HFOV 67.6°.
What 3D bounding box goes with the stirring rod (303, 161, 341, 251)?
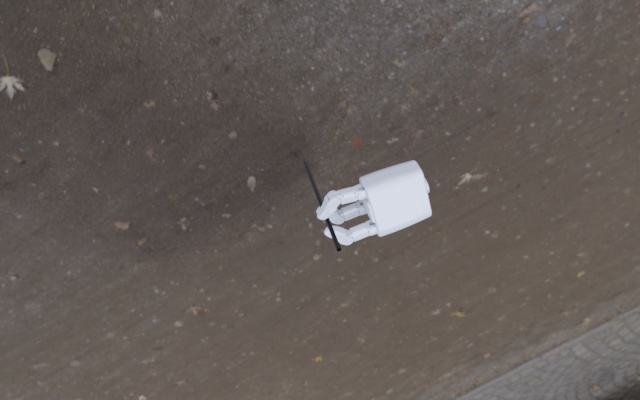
[{"bbox_3d":[0.000,0.003,0.889,0.011,0.011,0.239,0,42,-20],"label":"stirring rod"}]
